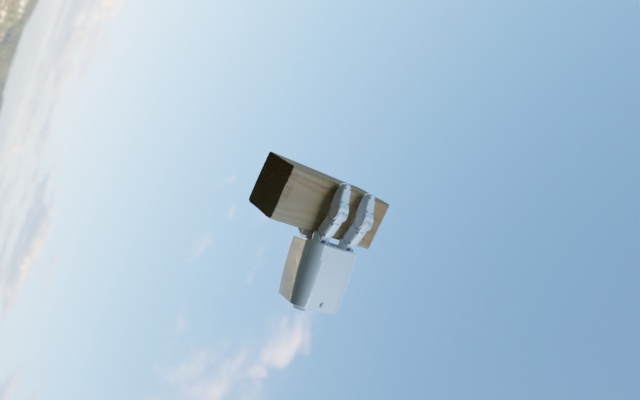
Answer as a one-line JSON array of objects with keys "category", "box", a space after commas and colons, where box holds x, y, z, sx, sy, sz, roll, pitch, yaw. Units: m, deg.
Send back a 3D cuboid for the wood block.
[{"category": "wood block", "box": [0.000, 0.003, 0.794, 0.206, 0.090, 0.090, 20, 7, -36]}]
